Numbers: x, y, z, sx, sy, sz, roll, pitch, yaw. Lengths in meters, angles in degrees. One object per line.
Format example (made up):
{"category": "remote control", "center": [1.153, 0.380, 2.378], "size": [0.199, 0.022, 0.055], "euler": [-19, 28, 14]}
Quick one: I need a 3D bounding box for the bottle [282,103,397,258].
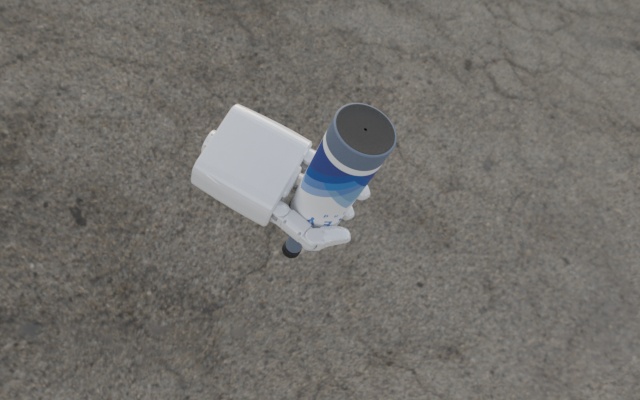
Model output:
{"category": "bottle", "center": [0.000, 0.002, 0.585], "size": [0.069, 0.069, 0.296], "euler": [0, -29, -20]}
